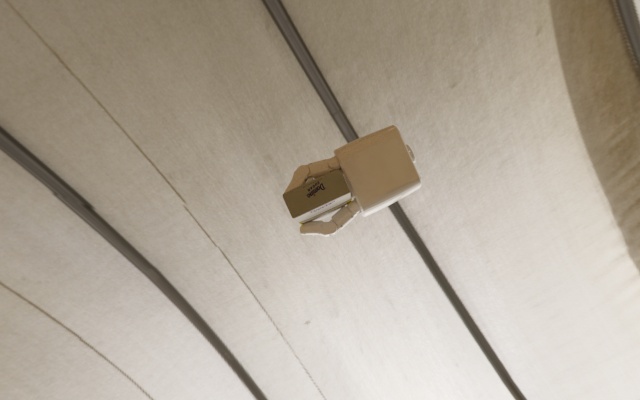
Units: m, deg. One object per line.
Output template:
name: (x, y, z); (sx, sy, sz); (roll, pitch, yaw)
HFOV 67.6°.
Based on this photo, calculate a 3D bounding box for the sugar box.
sugar box: (0.000, 0.002, 0.758); (0.093, 0.048, 0.176); (-25, -12, 0)
